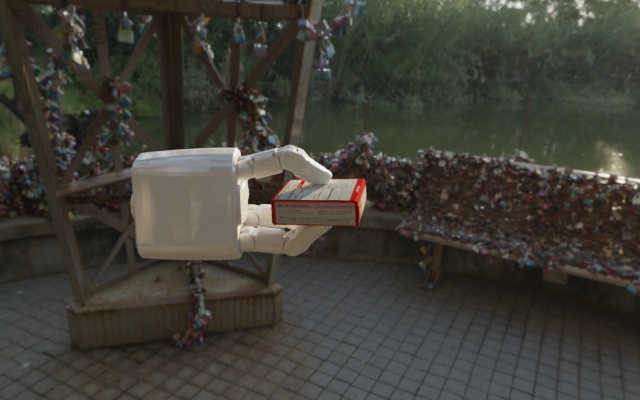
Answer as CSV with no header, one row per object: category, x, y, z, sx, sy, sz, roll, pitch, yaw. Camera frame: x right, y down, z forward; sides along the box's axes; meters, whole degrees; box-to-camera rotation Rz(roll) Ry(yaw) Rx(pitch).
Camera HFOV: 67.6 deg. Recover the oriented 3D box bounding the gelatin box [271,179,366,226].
gelatin box,0.000,0.001,0.499,0.089,0.030,0.073,0,19,11
